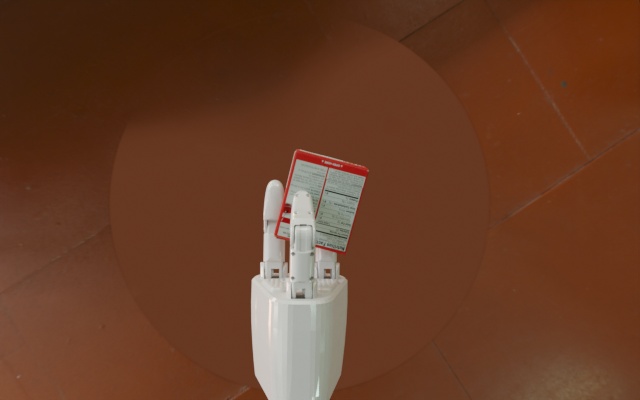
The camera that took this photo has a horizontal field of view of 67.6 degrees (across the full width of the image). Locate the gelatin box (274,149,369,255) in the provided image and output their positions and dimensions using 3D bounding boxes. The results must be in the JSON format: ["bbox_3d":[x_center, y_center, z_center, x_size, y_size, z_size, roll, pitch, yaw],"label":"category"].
[{"bbox_3d":[0.000,0.001,0.468,0.073,0.089,0.030,14,8,-4],"label":"gelatin box"}]
